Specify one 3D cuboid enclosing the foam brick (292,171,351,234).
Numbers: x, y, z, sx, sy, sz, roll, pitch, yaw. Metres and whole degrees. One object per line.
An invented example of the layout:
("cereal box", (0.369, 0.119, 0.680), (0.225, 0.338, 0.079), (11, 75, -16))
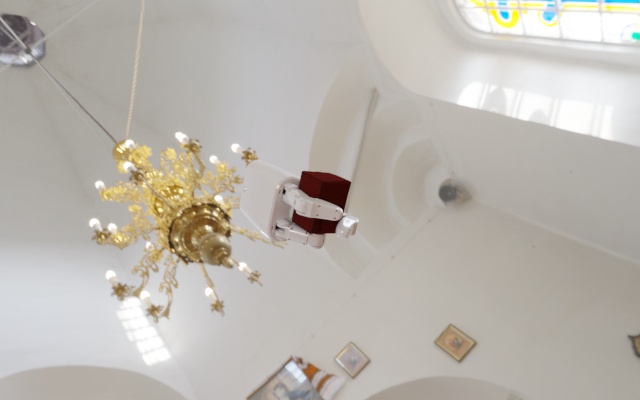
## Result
("foam brick", (0.000, 0.002, 0.664), (0.053, 0.078, 0.051), (2, 19, -37))
